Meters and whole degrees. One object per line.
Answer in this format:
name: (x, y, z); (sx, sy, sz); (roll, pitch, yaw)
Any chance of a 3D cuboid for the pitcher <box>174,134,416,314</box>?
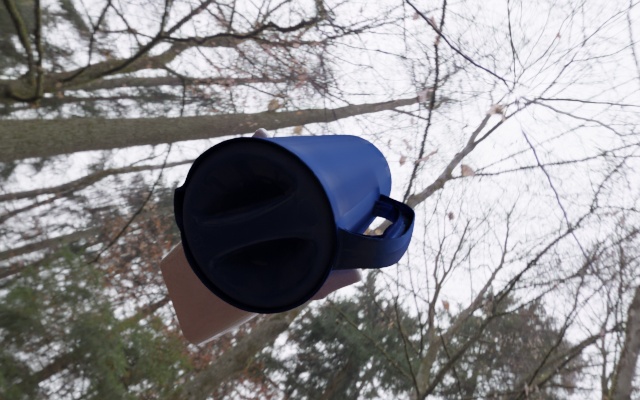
pitcher: (0.000, 0.002, 0.449); (0.145, 0.149, 0.243); (-37, -4, 24)
